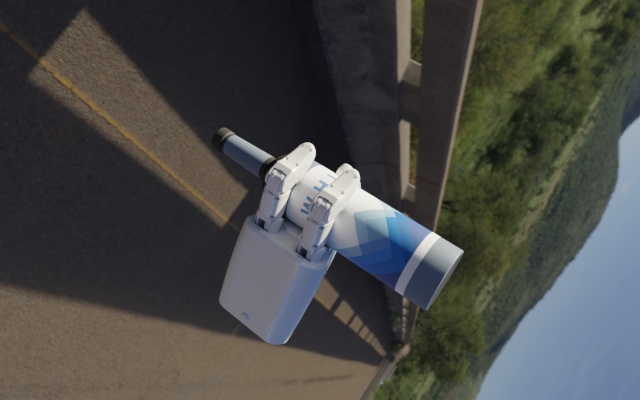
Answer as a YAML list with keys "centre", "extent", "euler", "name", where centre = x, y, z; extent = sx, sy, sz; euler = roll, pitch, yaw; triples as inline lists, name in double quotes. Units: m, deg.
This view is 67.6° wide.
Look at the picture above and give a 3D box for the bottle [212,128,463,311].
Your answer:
- centre: [0.000, 0.002, 0.498]
  extent: [0.295, 0.069, 0.069]
  euler: [32, 13, 21]
  name: "bottle"
